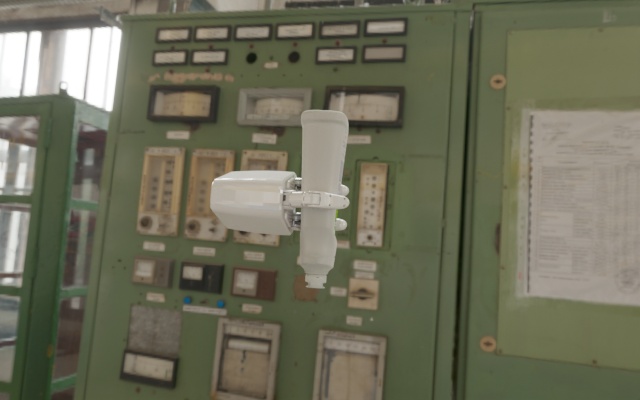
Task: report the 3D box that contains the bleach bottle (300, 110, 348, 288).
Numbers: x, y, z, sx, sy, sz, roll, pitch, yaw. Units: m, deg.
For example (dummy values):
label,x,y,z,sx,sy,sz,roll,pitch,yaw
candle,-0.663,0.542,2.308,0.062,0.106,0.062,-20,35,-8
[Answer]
label,x,y,z,sx,sy,sz,roll,pitch,yaw
bleach bottle,0.000,0.002,0.703,0.068,0.251,0.102,3,-5,7
